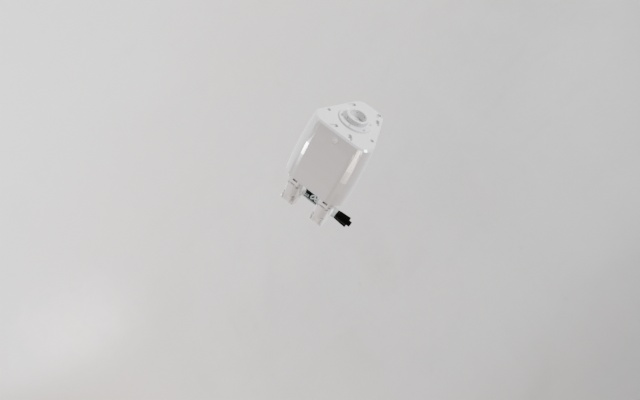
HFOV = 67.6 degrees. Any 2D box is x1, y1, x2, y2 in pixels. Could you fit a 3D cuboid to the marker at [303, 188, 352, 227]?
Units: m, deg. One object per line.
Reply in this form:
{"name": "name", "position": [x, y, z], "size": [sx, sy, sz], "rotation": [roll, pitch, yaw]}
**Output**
{"name": "marker", "position": [0.000, 0.003, 0.772], "size": [0.121, 0.020, 0.020], "rotation": [37, 6, 8]}
